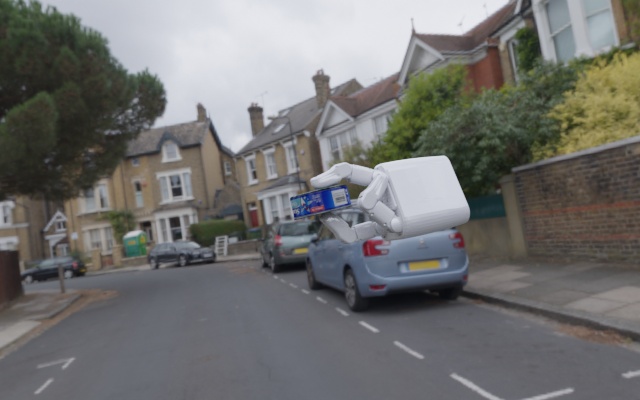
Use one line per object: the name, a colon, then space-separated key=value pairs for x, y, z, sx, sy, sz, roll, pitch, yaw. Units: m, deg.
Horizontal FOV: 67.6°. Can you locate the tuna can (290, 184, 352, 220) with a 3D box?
tuna can: x=0.000 y=0.002 z=0.683 sx=0.086 sy=0.034 sz=0.086 roll=-13 pitch=-1 yaw=0
